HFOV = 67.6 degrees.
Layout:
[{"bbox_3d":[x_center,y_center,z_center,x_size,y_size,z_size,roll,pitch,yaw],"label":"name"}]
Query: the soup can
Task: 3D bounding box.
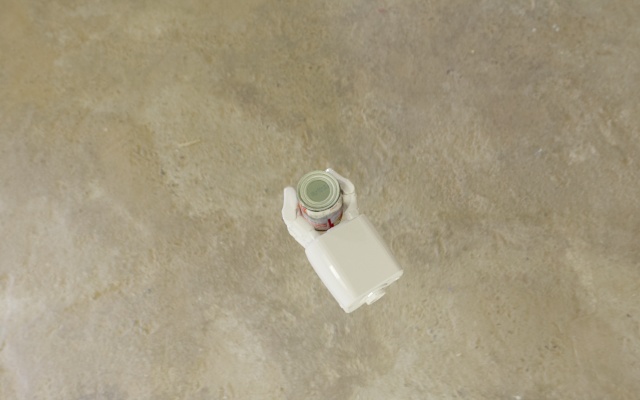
[{"bbox_3d":[0.000,0.002,0.751,0.068,0.068,0.102,0,-20,4],"label":"soup can"}]
